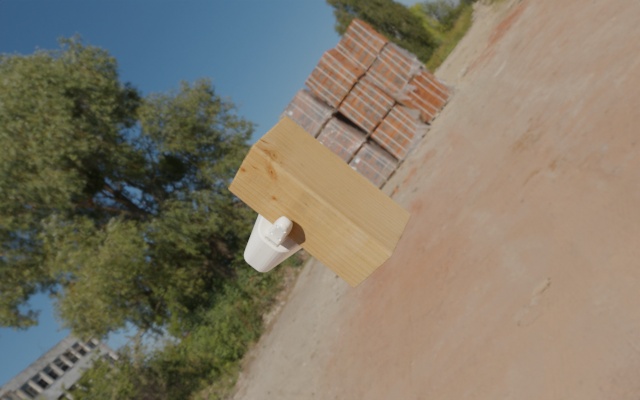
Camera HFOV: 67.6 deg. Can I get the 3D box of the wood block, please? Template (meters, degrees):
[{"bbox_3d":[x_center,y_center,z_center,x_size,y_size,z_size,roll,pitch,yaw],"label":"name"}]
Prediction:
[{"bbox_3d":[0.000,0.002,0.610,0.090,0.206,0.090,-51,2,43],"label":"wood block"}]
